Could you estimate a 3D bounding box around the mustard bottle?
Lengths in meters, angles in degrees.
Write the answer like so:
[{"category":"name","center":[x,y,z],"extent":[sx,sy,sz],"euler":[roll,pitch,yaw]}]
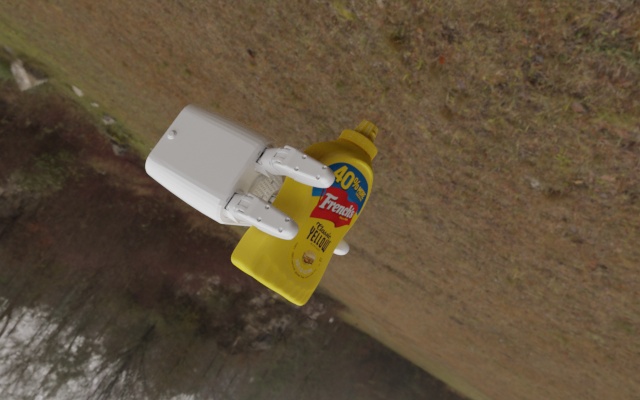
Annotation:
[{"category":"mustard bottle","center":[0.000,0.002,0.468],"extent":[0.058,0.191,0.096],"euler":[21,-16,44]}]
